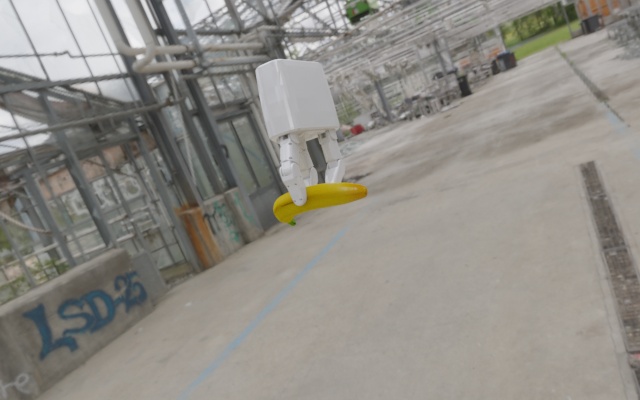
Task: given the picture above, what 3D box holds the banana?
[{"bbox_3d":[-0.017,0.002,0.711,0.069,0.037,0.198,4,-15,-36],"label":"banana"}]
